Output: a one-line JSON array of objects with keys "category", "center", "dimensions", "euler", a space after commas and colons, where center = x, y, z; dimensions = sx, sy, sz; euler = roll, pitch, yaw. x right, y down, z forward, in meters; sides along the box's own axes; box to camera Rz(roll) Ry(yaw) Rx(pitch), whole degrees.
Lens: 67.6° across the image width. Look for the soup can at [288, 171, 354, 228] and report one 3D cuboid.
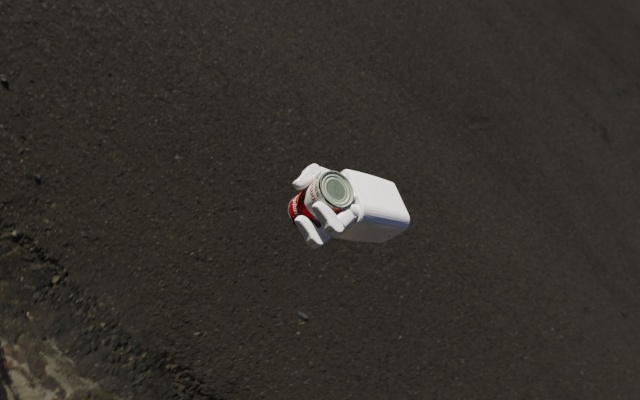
[{"category": "soup can", "center": [0.000, 0.002, 0.788], "dimensions": [0.068, 0.068, 0.102], "euler": [0, -24, -35]}]
